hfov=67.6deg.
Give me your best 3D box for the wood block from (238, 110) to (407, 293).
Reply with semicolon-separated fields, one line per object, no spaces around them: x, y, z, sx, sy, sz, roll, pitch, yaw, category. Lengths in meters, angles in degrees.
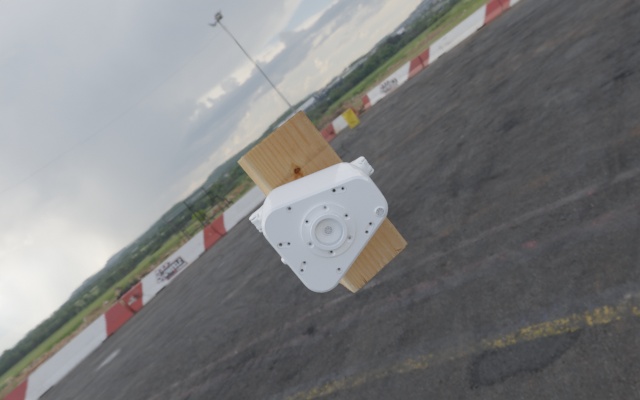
0.000;0.002;0.594;0.091;0.206;0.090;-40;9;-10;wood block
